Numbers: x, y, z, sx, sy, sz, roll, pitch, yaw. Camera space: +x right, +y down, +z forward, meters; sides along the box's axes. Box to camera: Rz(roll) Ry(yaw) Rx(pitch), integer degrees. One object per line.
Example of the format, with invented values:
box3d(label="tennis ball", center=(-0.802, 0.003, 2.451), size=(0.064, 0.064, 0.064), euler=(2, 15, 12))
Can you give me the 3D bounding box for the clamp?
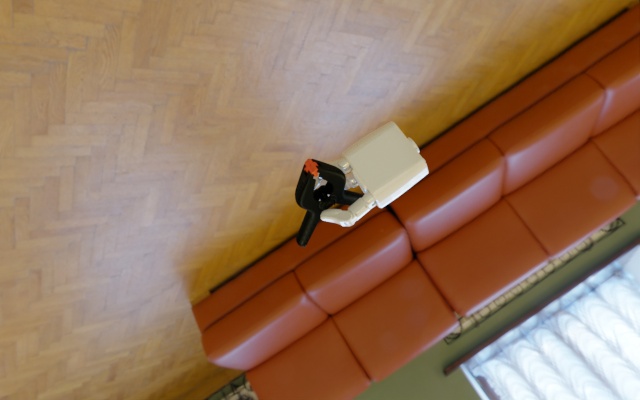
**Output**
box3d(label="clamp", center=(0.001, 0.003, 0.839), size=(0.164, 0.036, 0.210), euler=(-35, -33, 1))
